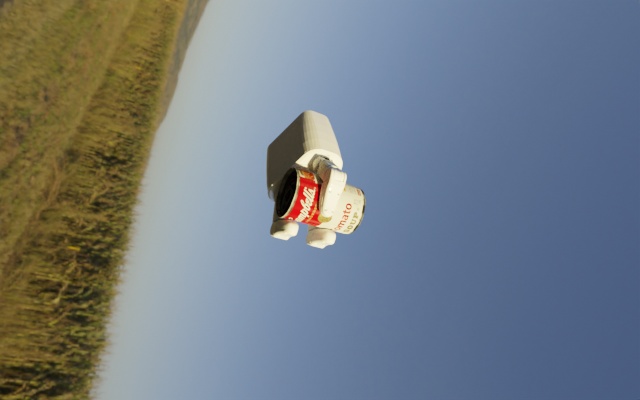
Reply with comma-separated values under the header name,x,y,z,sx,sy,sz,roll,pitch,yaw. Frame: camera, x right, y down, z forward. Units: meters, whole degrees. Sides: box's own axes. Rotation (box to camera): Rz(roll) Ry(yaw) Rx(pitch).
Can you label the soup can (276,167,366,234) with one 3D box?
name,x,y,z,sx,sy,sz,roll,pitch,yaw
soup can,0.000,0.002,0.638,0.102,0.068,0.068,16,-7,-23
